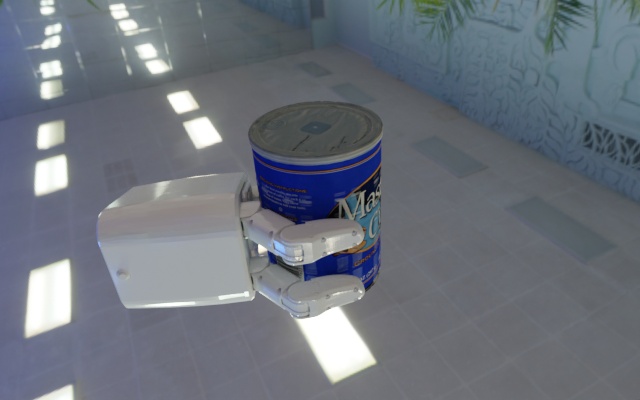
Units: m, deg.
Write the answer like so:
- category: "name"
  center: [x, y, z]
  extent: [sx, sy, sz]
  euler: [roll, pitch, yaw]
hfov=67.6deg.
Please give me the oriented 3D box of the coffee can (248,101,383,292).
- category: "coffee can"
  center: [0.000, 0.001, 0.401]
  extent: [0.103, 0.140, 0.102]
  euler: [-3, 33, 2]
